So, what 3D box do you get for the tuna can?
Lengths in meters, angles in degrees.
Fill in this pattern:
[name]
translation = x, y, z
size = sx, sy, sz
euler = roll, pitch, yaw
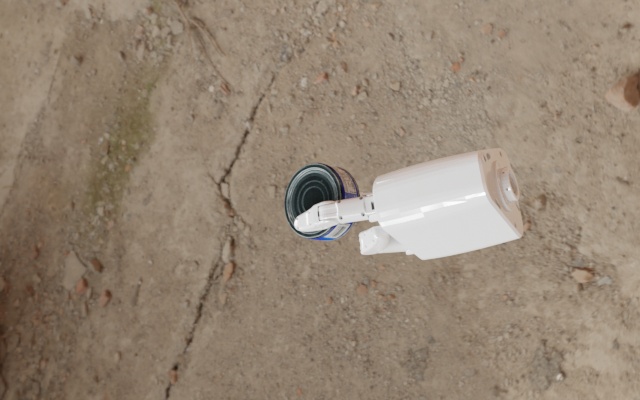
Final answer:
[tuna can]
translation = 0.000, 0.002, 0.532
size = 0.086, 0.086, 0.034
euler = 0, -6, 40
